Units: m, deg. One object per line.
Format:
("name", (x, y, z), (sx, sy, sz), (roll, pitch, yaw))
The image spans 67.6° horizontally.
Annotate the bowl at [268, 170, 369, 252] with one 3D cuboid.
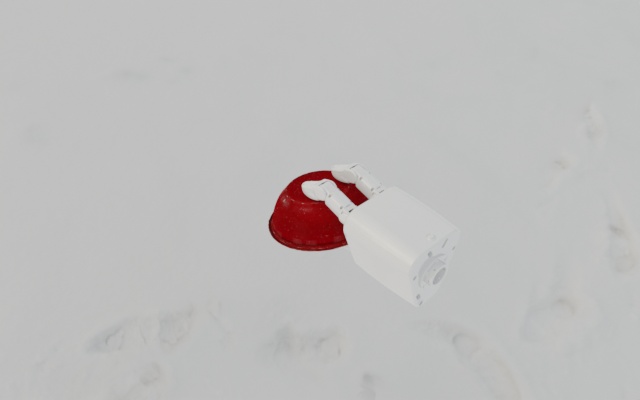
("bowl", (-0.001, 0.002, 0.682), (0.162, 0.055, 0.162), (-7, 31, 4))
